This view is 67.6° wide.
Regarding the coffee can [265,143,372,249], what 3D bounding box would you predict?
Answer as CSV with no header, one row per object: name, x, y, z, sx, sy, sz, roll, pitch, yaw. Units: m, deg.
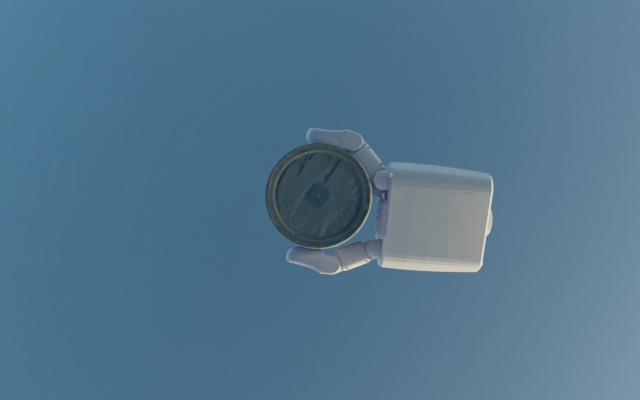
coffee can,0.000,0.002,0.527,0.103,0.103,0.140,0,-6,2
